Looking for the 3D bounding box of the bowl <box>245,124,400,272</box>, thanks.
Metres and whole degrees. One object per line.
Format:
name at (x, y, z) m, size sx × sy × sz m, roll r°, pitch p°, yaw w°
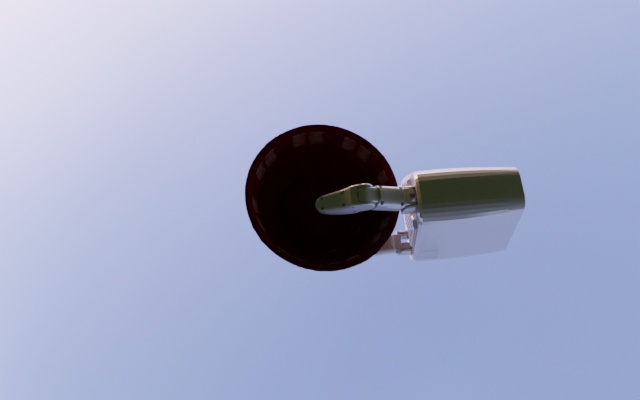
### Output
bowl at (-0.001, 0.002, 0.515) m, size 0.162 × 0.162 × 0.055 m, roll 0°, pitch -20°, yaw -8°
